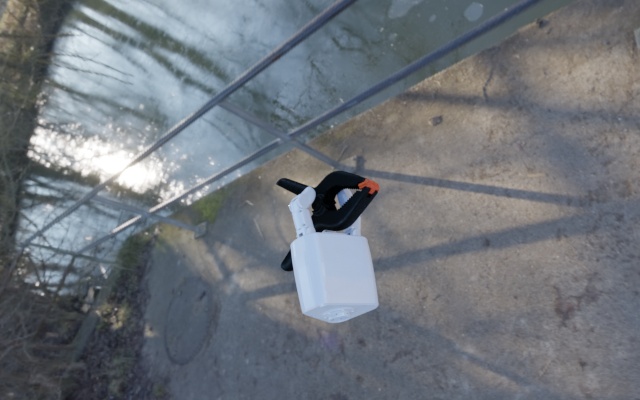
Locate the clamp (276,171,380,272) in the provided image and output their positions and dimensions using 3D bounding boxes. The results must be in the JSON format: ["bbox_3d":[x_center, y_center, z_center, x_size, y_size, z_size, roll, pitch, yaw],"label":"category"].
[{"bbox_3d":[0.000,0.002,0.757,0.210,0.164,0.036,-32,-32,35],"label":"clamp"}]
